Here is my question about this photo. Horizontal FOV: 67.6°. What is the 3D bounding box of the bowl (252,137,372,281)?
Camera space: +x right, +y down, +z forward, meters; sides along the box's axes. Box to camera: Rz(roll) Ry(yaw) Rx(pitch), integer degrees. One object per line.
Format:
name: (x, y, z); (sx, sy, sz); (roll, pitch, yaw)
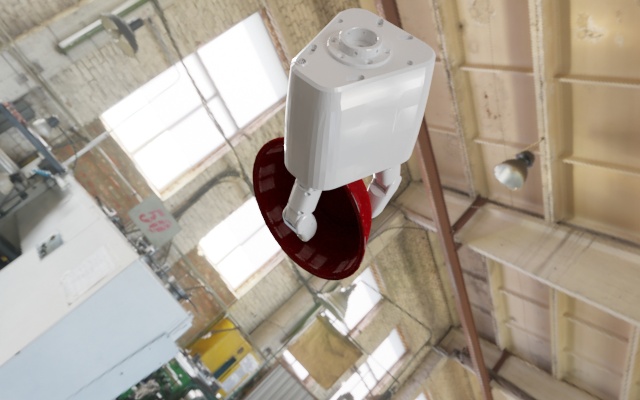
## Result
bowl: (0.000, 0.002, 0.507); (0.055, 0.162, 0.162); (-31, 20, -37)
